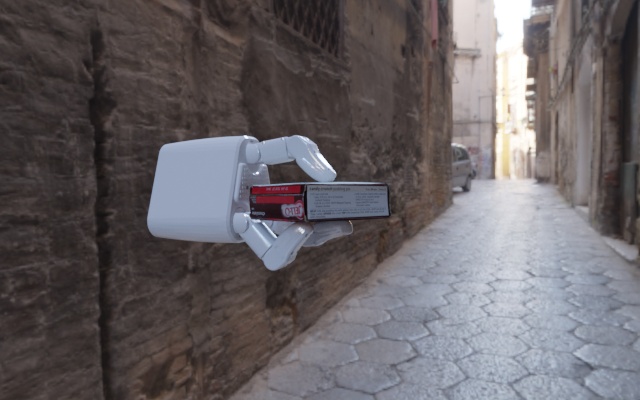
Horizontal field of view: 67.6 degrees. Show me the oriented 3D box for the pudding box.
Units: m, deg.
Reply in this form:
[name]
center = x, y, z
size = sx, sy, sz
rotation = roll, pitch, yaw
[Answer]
[pudding box]
center = 0.000, 0.001, 0.471
size = 0.113, 0.039, 0.090
rotation = -4, 3, -40
